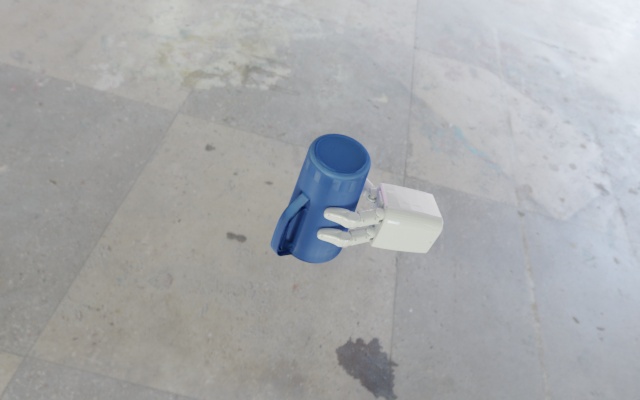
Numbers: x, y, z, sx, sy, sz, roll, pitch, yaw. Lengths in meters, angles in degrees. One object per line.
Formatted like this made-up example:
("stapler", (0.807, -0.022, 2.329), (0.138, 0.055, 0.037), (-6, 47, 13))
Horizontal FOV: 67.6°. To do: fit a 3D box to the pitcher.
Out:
("pitcher", (0.000, 0.003, 0.869), (0.145, 0.149, 0.243), (12, -42, -6))
